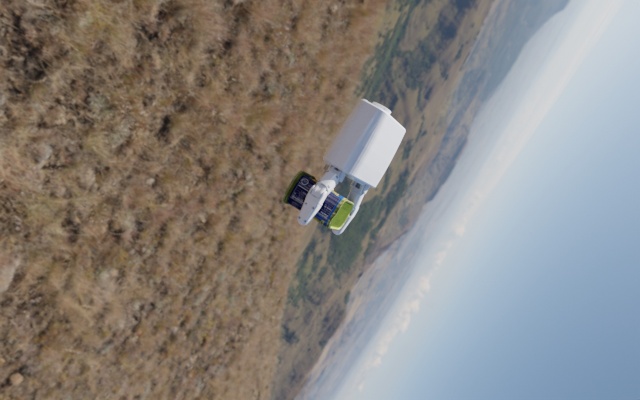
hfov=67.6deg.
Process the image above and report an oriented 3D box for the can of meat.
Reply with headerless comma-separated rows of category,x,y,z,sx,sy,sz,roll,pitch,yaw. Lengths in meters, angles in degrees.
can of meat,0.000,0.003,0.742,0.084,0.057,0.102,31,3,14
